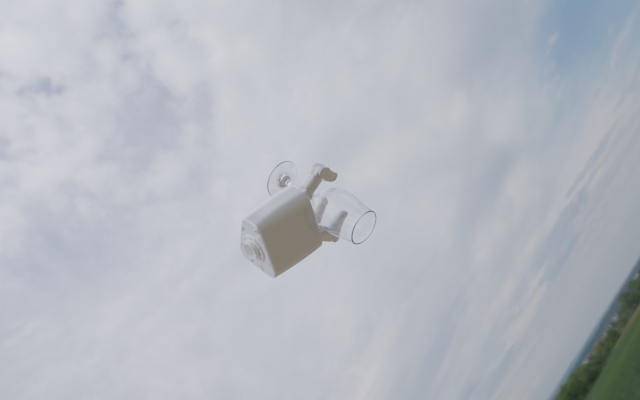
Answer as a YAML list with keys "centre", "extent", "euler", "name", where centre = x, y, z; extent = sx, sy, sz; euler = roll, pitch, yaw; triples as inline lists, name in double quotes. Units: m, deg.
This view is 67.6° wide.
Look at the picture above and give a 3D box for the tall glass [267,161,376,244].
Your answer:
- centre: [0.000, 0.002, 0.828]
  extent: [0.201, 0.079, 0.079]
  euler: [30, 18, 34]
  name: "tall glass"
